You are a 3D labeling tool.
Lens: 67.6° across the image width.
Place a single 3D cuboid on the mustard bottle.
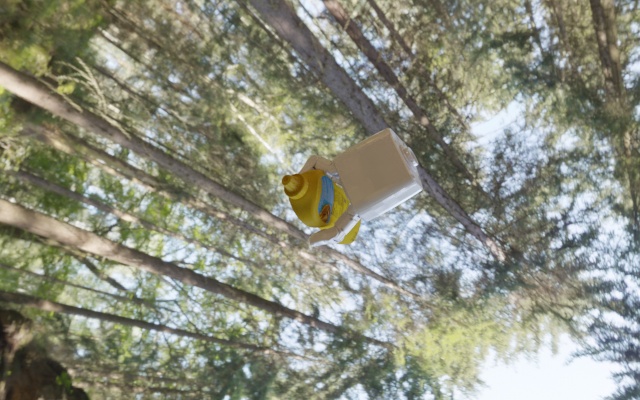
[{"bbox_3d":[0.000,0.003,0.803,0.058,0.096,0.192,-7,-25,33],"label":"mustard bottle"}]
